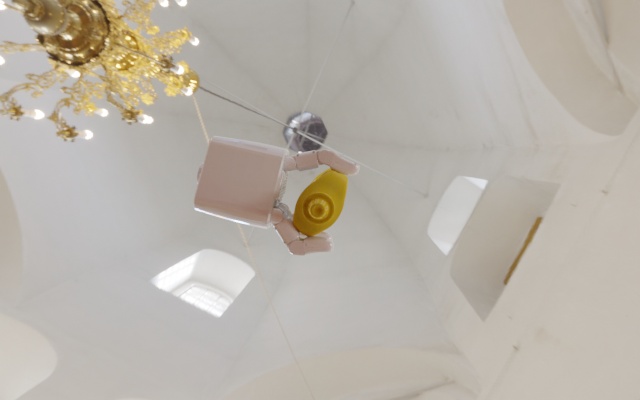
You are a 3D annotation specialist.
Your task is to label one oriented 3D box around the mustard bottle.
[{"bbox_3d":[0.000,0.002,0.667,0.058,0.096,0.191,37,6,-1],"label":"mustard bottle"}]
